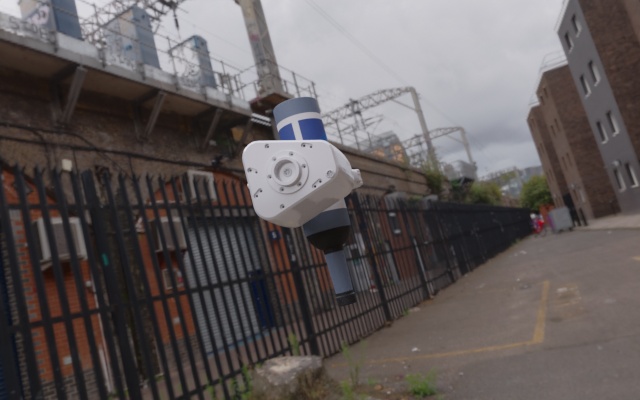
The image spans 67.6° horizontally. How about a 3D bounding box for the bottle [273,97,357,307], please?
[{"bbox_3d":[0.000,0.002,0.679,0.069,0.295,0.069,-15,-9,-2],"label":"bottle"}]
